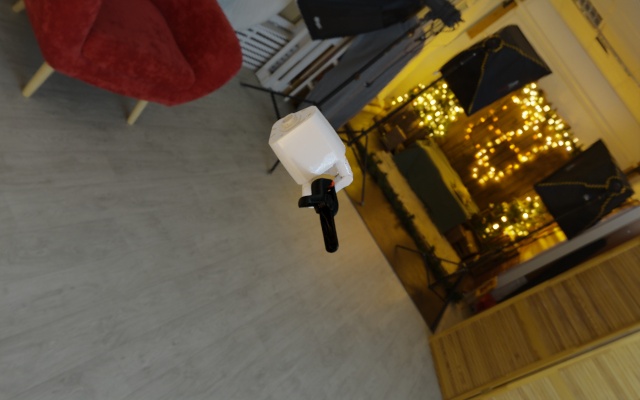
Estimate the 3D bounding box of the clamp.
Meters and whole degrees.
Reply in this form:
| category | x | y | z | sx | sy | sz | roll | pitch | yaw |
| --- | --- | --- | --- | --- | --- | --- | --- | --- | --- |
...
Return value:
| category | x | y | z | sx | sy | sz | roll | pitch | yaw |
| --- | --- | --- | --- | --- | --- | --- | --- | --- | --- |
| clamp | 0.001 | 0.003 | 0.885 | 0.039 | 0.120 | 0.171 | -19 | 35 | 14 |
